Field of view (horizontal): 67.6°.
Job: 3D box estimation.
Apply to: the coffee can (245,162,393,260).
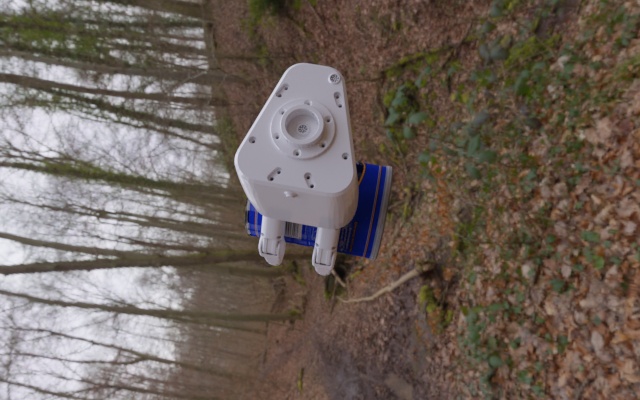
[{"bbox_3d":[0.000,0.002,0.520,0.140,0.103,0.103,10,1,4],"label":"coffee can"}]
